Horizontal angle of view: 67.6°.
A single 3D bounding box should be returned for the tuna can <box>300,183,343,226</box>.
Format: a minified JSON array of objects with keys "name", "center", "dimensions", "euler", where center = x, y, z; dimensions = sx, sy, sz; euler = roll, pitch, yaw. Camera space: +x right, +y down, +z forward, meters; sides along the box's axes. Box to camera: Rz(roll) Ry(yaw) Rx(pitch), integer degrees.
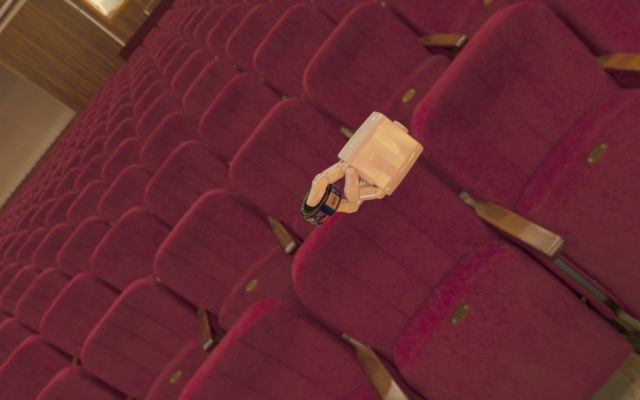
[{"name":"tuna can","center":[0.000,0.003,0.889],"dimensions":[0.034,0.086,0.086],"euler":[33,-16,-26]}]
